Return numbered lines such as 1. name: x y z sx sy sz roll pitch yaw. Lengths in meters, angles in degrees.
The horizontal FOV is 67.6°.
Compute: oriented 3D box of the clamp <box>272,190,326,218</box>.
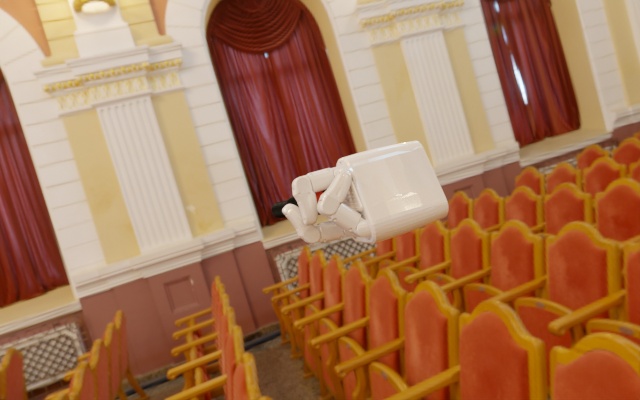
1. clamp: 0.000 0.002 0.680 0.120 0.039 0.171 -16 2 -14
